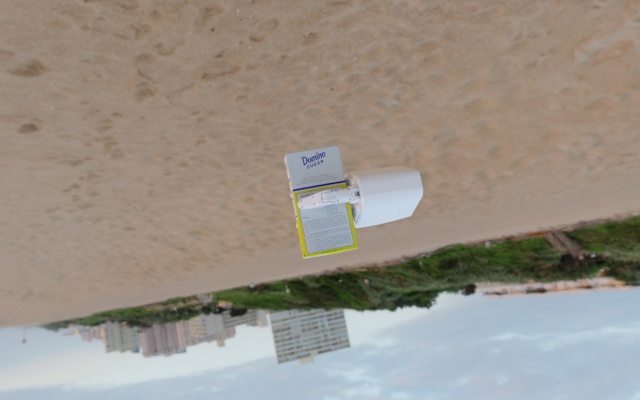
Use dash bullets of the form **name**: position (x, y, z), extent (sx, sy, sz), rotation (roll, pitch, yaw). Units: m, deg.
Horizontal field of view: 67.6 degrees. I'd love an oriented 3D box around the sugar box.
- **sugar box**: position (0.000, 0.003, 0.801), extent (0.093, 0.176, 0.048), rotation (-9, -8, -8)
